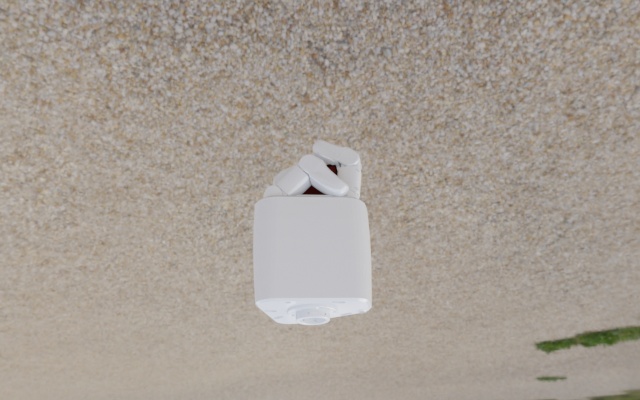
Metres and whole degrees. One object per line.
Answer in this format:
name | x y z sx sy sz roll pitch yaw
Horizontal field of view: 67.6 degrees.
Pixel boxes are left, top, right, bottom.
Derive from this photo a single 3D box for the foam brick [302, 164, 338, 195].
foam brick | 0.000 0.002 0.546 0.053 0.051 0.078 -8 -28 10
